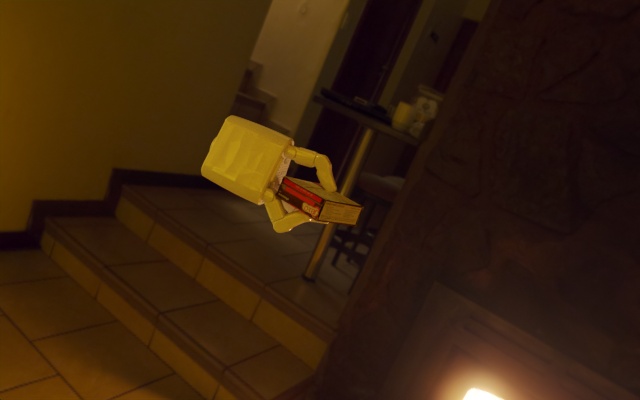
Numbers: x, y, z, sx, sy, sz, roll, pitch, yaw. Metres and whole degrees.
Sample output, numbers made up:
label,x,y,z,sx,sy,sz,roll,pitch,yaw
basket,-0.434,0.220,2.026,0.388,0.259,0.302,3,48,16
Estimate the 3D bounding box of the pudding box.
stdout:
label,x,y,z,sx,sy,sz,roll,pitch,yaw
pudding box,0.000,0.002,0.735,0.090,0.039,0.113,31,13,34
